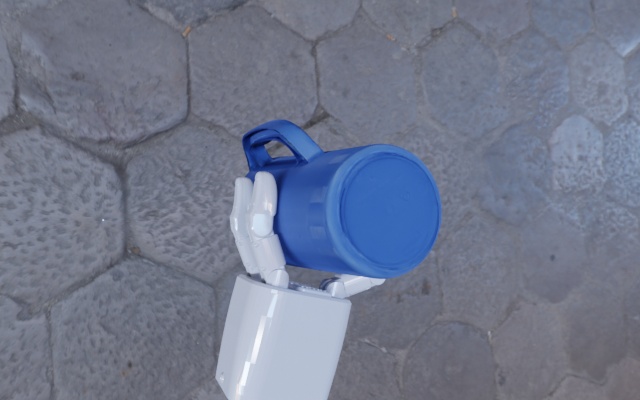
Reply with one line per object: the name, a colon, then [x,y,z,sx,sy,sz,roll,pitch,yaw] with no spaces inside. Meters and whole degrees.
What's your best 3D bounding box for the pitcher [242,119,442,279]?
pitcher: [0.000,0.002,0.477,0.149,0.145,0.243,16,-8,-23]
